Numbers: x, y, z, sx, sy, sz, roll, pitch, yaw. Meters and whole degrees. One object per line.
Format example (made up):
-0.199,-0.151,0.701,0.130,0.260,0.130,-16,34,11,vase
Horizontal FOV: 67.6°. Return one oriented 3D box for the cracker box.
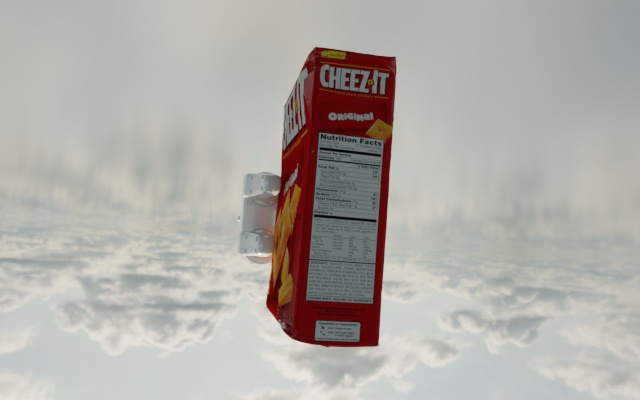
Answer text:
0.000,0.002,0.414,0.072,0.213,0.164,5,-5,-12,cracker box
